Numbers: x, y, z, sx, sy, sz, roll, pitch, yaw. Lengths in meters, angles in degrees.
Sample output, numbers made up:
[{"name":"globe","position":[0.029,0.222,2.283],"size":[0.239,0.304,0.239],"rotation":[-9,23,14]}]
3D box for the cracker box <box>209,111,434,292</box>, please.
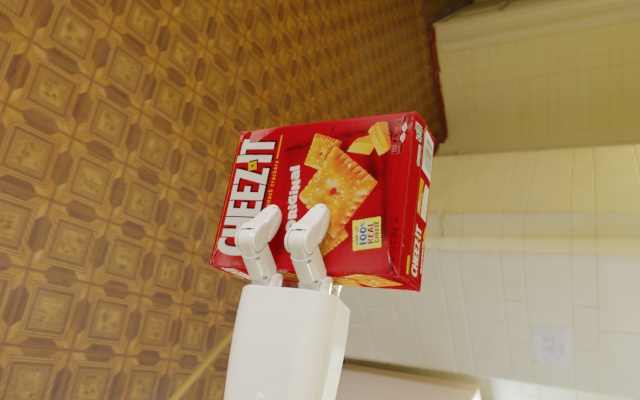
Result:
[{"name":"cracker box","position":[0.000,0.002,0.495],"size":[0.213,0.164,0.072],"rotation":[-1,-22,29]}]
